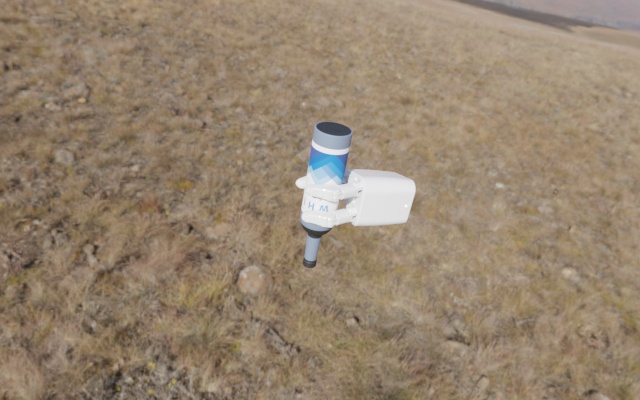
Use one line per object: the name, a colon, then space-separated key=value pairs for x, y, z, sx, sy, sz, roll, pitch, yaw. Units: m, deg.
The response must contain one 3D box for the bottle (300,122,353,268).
bottle: x=0.000 y=0.003 z=0.891 sx=0.069 sy=0.296 sz=0.069 roll=8 pitch=30 yaw=-4
